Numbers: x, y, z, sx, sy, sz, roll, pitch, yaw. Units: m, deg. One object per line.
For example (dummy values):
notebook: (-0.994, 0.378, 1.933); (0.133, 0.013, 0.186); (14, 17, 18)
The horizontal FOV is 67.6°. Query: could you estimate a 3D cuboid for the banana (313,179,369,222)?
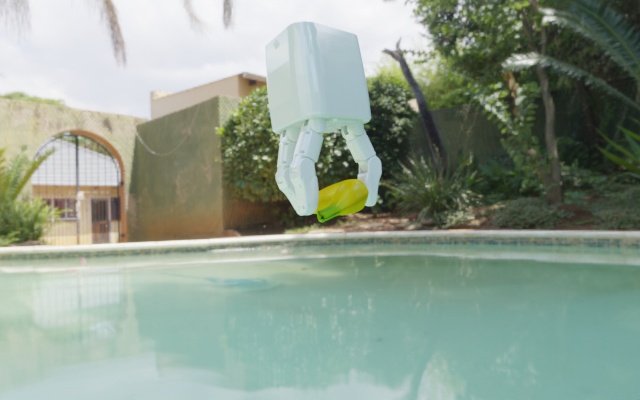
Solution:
banana: (0.019, -0.002, 0.571); (0.069, 0.037, 0.198); (-13, 1, -5)
